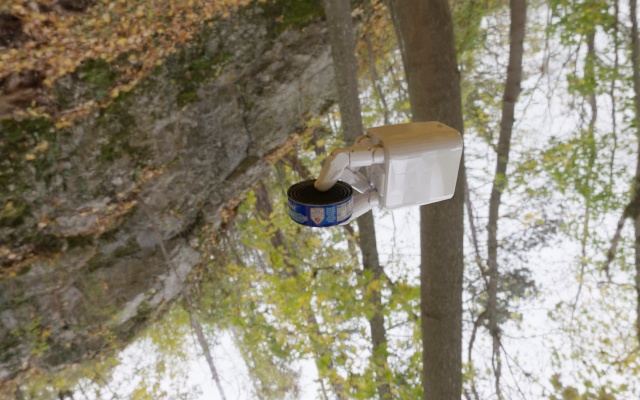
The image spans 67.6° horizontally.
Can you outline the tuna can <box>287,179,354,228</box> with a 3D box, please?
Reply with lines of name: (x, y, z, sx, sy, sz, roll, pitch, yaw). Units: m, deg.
tuna can: (0.000, 0.003, 0.619, 0.086, 0.034, 0.086, -1, 24, 1)
